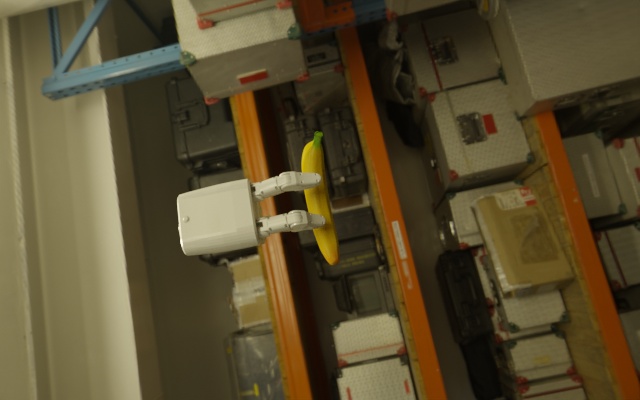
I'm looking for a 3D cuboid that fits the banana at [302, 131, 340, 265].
[{"bbox_3d":[-0.002,-0.002,0.724,0.037,0.198,0.069,-10,5,-6],"label":"banana"}]
